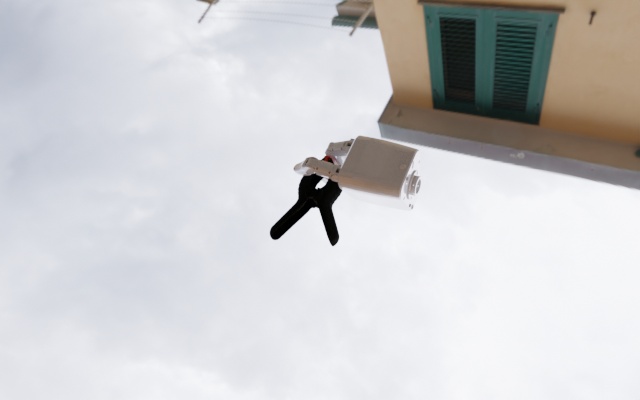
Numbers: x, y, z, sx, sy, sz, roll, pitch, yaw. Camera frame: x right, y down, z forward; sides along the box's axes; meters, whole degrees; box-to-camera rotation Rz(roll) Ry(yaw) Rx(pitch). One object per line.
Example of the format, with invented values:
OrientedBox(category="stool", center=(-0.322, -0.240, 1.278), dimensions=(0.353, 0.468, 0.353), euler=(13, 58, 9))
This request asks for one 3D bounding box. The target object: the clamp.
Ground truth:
OrientedBox(category="clamp", center=(0.000, 0.003, 0.785), dimensions=(0.120, 0.171, 0.039), euler=(15, -25, 25))
